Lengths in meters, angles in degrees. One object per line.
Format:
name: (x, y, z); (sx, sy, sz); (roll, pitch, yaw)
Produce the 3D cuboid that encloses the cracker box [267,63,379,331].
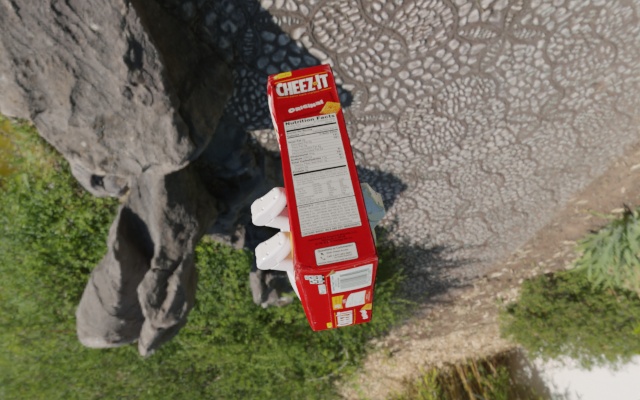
cracker box: (0.000, 0.002, 0.479); (0.072, 0.213, 0.164); (-10, -30, -2)
